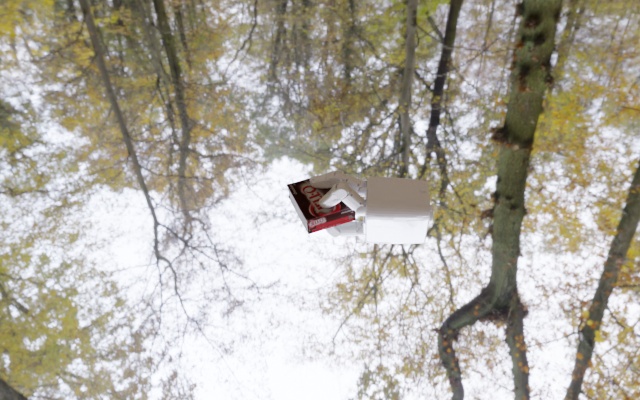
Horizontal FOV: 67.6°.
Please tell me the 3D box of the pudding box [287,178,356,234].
[{"bbox_3d":[0.000,0.003,0.844,0.090,0.039,0.113,-15,38,-15],"label":"pudding box"}]
